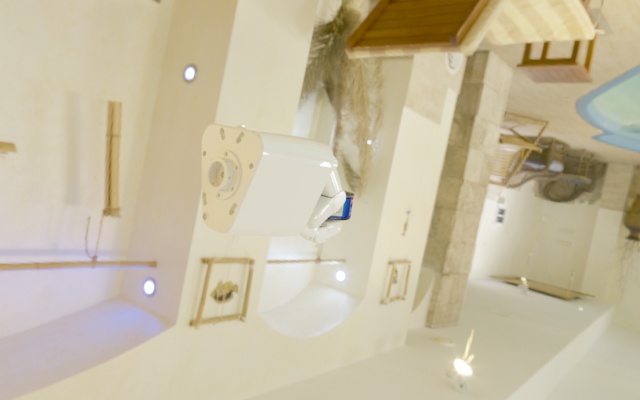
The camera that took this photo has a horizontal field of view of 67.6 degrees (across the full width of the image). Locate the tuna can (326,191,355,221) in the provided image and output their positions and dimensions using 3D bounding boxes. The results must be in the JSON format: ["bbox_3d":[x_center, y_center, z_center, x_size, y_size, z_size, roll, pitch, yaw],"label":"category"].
[{"bbox_3d":[0.000,0.003,0.625,0.086,0.034,0.086,8,6,-1],"label":"tuna can"}]
